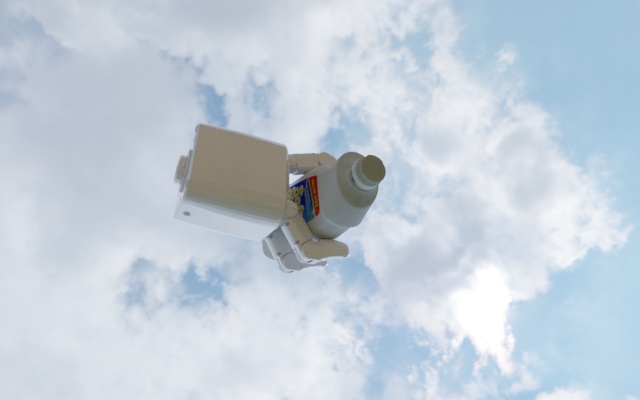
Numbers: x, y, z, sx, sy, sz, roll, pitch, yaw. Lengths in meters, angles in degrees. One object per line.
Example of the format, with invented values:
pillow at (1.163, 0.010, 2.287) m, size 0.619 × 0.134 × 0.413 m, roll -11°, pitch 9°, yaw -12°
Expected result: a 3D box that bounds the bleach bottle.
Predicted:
bleach bottle at (0.000, 0.002, 0.564) m, size 0.068 × 0.102 × 0.251 m, roll 14°, pitch -24°, yaw -21°
